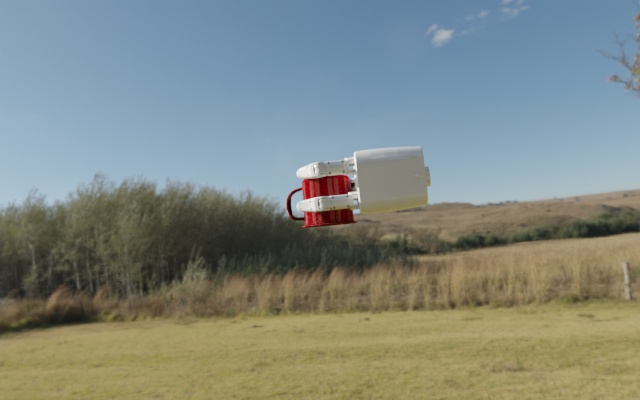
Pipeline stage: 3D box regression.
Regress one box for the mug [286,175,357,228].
[{"bbox_3d":[-0.001,0.003,0.806,0.117,0.081,0.093,-6,-4,6],"label":"mug"}]
